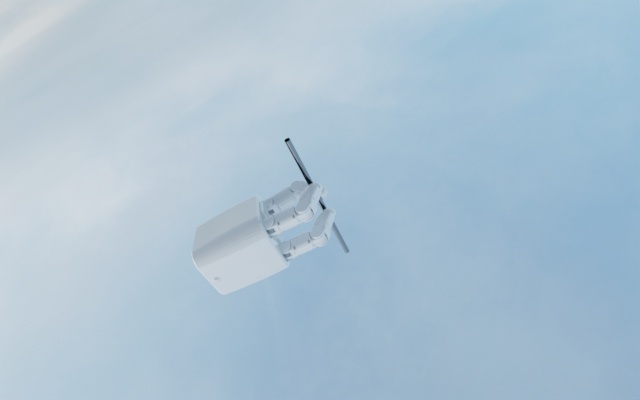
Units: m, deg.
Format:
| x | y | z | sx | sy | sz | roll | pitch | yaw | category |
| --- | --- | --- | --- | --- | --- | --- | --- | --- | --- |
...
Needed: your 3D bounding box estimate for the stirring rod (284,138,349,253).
| x | y | z | sx | sy | sz | roll | pitch | yaw | category |
| --- | --- | --- | --- | --- | --- | --- | --- | --- | --- |
| 0.000 | 0.002 | 0.688 | 0.011 | 0.011 | 0.240 | 0 | -41 | 28 | stirring rod |
